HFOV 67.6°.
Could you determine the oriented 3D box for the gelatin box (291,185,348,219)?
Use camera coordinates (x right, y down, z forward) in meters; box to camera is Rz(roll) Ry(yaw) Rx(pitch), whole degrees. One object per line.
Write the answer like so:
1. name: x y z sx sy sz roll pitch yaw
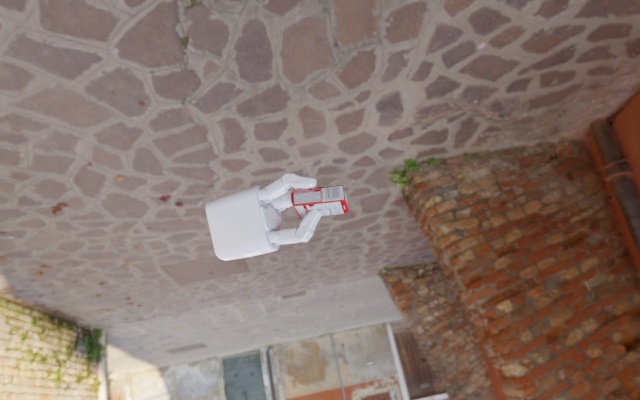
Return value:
1. gelatin box: 0.000 0.003 0.813 0.089 0.030 0.073 -6 -20 7
